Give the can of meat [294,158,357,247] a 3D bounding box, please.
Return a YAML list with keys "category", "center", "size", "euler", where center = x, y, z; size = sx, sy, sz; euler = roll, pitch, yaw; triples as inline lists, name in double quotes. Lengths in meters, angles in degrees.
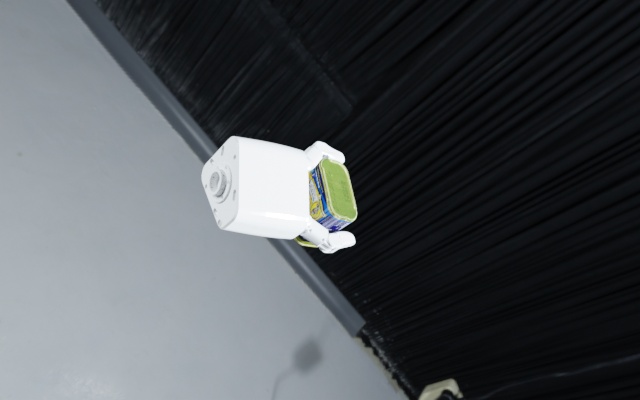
- category: "can of meat"
  center: [0.000, 0.002, 0.676]
  size: [0.057, 0.102, 0.084]
  euler: [13, -36, -39]
